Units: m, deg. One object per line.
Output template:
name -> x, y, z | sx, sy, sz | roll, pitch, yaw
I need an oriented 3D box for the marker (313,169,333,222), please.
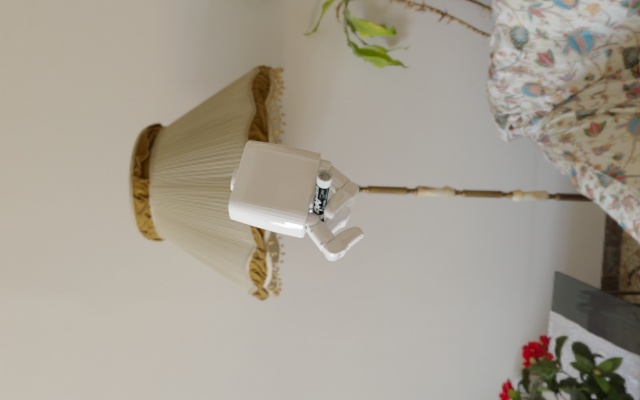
marker -> 0.000, 0.002, 0.623 | 0.020, 0.020, 0.121 | 0, -32, -6
